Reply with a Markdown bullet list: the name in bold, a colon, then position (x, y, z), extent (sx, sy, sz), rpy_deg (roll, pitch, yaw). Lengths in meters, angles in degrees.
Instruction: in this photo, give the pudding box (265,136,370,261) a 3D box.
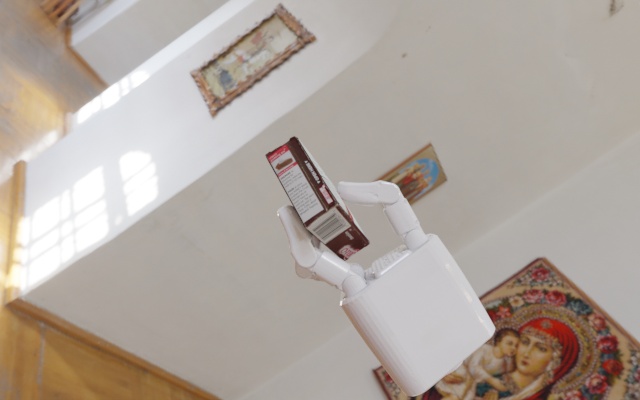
- **pudding box**: position (0.000, 0.001, 0.467), extent (0.039, 0.090, 0.113), rpy_deg (-34, -30, 3)
